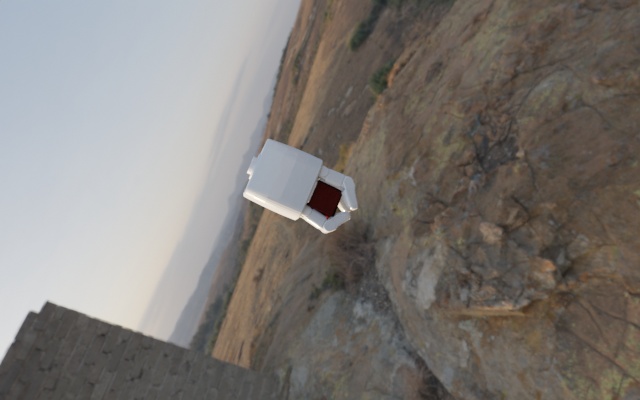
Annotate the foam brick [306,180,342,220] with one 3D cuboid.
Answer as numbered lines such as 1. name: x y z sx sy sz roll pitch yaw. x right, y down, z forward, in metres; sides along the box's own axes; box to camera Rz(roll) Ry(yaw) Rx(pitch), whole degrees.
1. foam brick: 0.000 0.003 0.886 0.051 0.053 0.078 24 -18 -10
